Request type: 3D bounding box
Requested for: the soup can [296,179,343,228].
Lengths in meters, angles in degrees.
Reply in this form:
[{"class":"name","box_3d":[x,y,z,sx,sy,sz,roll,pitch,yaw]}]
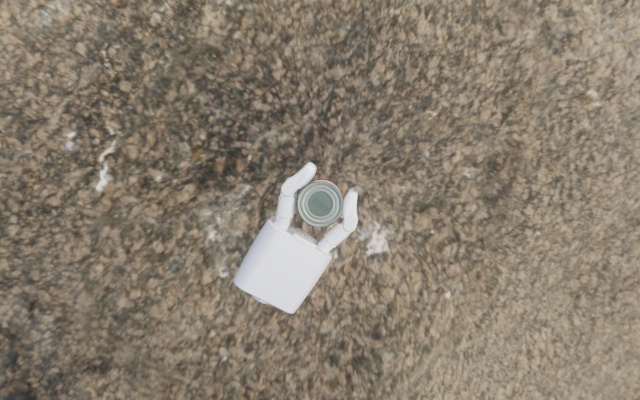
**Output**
[{"class":"soup can","box_3d":[0.000,0.002,0.717,0.068,0.068,0.102,0,4,1]}]
